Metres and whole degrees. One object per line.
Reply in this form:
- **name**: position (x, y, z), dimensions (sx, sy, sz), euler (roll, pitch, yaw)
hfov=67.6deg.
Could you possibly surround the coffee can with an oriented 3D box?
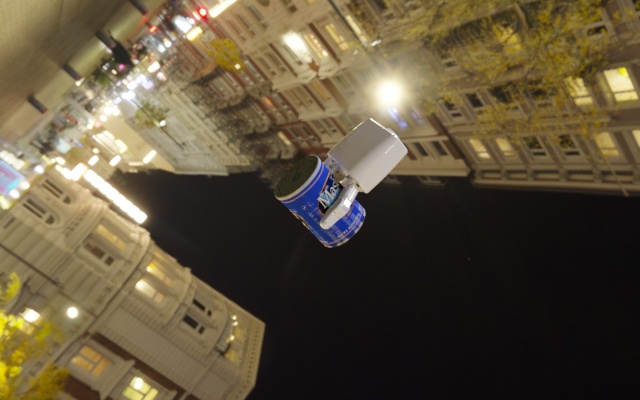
- **coffee can**: position (0.000, 0.003, 0.871), dimensions (0.140, 0.102, 0.103), euler (47, -24, -25)
